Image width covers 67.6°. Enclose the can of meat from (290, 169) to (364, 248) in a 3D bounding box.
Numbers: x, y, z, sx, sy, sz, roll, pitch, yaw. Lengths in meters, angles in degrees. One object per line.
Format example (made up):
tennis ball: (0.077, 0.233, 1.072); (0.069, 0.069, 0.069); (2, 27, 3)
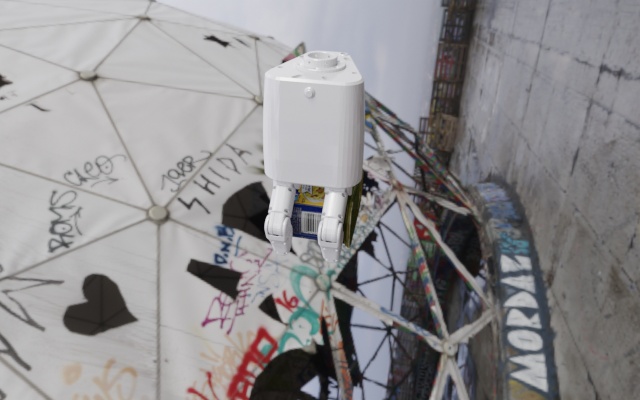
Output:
can of meat: (0.000, 0.002, 0.540); (0.084, 0.057, 0.102); (7, 35, 9)
